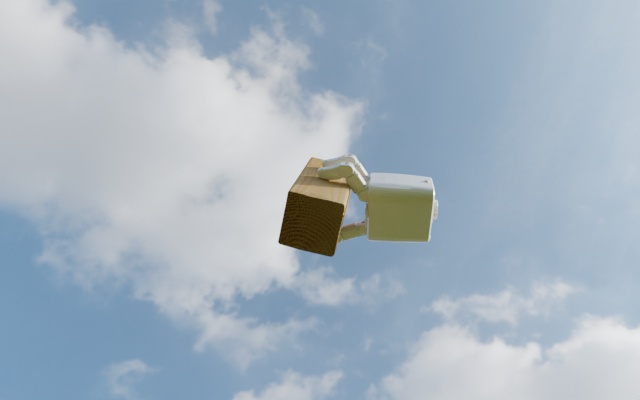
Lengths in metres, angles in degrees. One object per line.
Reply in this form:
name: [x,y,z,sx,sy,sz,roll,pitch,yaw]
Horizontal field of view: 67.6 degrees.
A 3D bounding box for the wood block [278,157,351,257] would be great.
wood block: [0.000,0.003,0.805,0.090,0.091,0.206,13,20,4]
